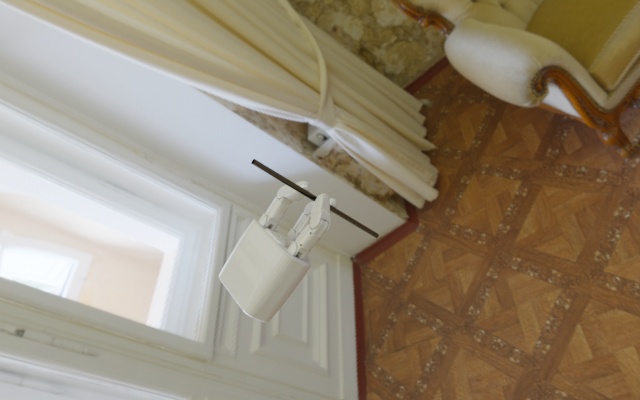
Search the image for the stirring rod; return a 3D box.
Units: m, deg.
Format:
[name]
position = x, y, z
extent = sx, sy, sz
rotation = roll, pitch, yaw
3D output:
[stirring rod]
position = 0.000, 0.002, 0.687
extent = 0.239, 0.011, 0.011
rotation = 31, -17, -31
